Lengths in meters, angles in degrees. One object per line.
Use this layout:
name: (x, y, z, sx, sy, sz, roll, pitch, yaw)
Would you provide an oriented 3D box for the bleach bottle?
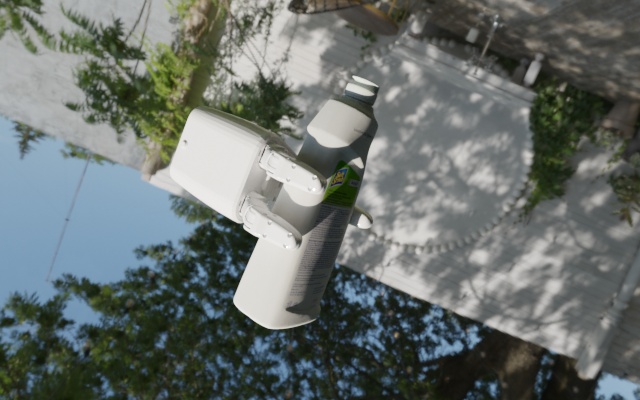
bleach bottle: (0.000, 0.002, 0.481, 0.068, 0.251, 0.102, 27, 9, 28)
